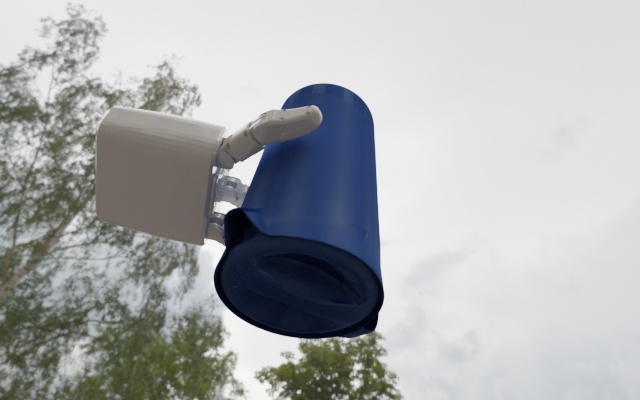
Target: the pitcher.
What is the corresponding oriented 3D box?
[{"bbox_3d":[0.000,0.001,0.457,0.145,0.149,0.242,10,44,-1],"label":"pitcher"}]
